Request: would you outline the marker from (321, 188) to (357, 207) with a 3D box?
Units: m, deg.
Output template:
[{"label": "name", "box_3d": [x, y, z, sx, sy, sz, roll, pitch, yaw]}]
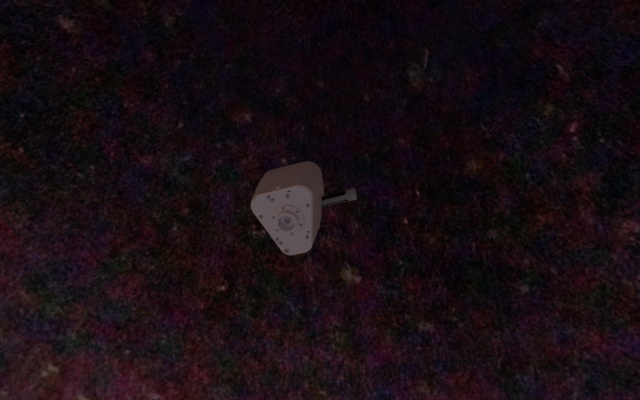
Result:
[{"label": "marker", "box_3d": [0.000, 0.003, 0.794, 0.121, 0.020, 0.020, -14, -3, 10]}]
